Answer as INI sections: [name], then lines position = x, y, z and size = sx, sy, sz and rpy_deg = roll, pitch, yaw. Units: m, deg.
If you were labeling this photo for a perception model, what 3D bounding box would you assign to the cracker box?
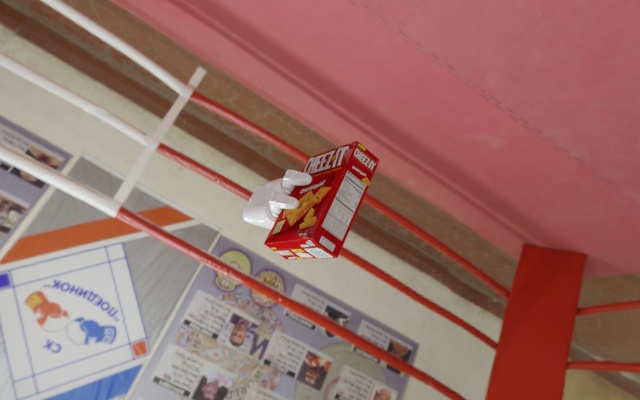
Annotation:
[cracker box]
position = 0.000, 0.003, 0.898
size = 0.072, 0.213, 0.164
rpy_deg = 38, -27, -26
